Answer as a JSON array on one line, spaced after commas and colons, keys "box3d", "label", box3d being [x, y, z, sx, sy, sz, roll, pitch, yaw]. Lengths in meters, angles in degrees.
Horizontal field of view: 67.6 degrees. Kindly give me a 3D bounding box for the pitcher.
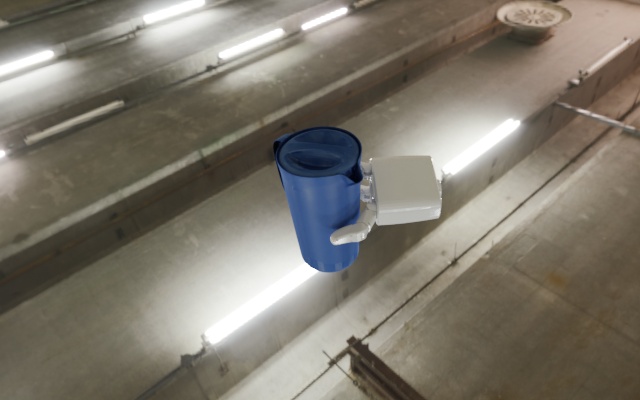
[{"box3d": [0.000, 0.003, 0.813, 0.145, 0.243, 0.149, -5, 42, 2], "label": "pitcher"}]
